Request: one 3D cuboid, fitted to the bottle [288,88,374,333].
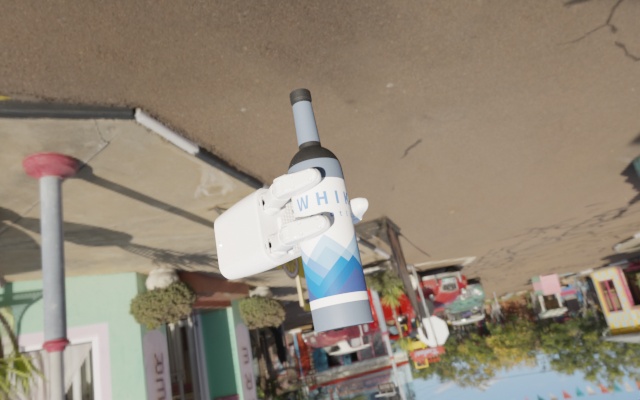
[{"bbox_3d":[0.000,0.002,0.570,0.069,0.295,0.069,-10,-16,-3],"label":"bottle"}]
